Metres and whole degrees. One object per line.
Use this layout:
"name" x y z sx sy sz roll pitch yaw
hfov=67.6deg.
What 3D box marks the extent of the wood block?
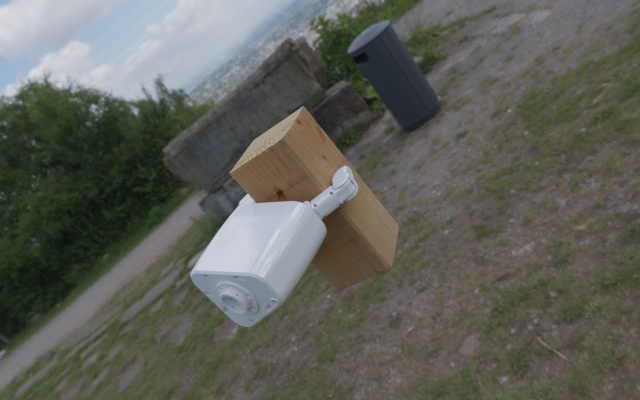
"wood block" 0.000 0.002 0.595 0.091 0.206 0.090 -28 23 31
